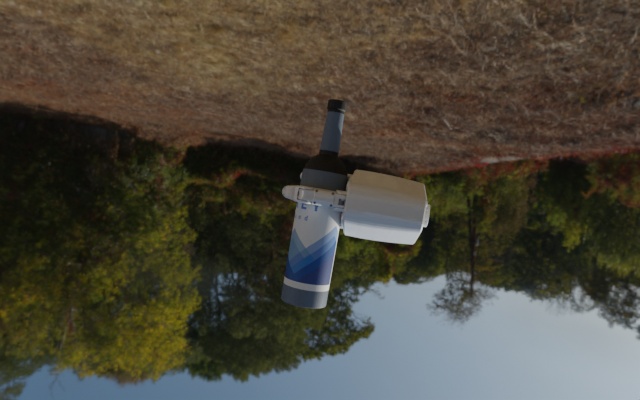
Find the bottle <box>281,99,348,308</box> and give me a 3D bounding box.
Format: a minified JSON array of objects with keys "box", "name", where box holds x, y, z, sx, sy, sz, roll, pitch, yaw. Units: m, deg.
[{"box":[0.000,0.002,0.690,0.069,0.295,0.069,10,1,0],"name":"bottle"}]
